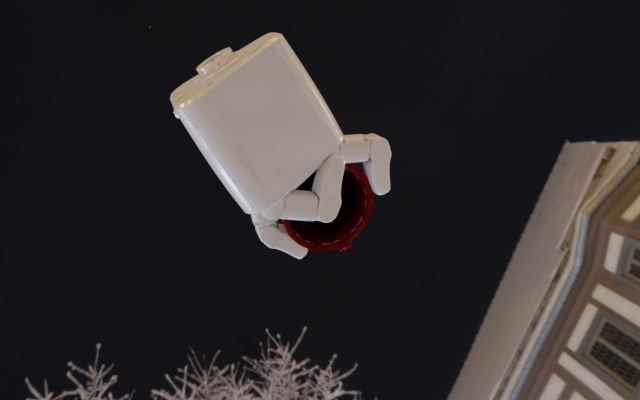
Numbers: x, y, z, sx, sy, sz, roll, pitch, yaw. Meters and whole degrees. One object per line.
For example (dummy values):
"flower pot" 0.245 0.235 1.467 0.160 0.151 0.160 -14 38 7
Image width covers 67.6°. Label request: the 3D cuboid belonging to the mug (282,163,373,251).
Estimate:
"mug" 0.001 0.003 0.496 0.093 0.117 0.081 -33 29 -6
